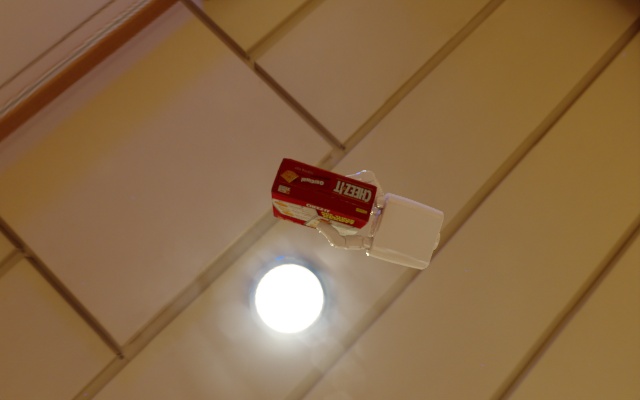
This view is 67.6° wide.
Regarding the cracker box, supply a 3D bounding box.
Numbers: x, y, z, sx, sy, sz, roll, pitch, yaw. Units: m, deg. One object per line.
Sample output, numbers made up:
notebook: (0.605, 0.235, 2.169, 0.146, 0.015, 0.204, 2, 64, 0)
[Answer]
cracker box: (0.000, 0.003, 0.862, 0.164, 0.072, 0.214, 17, -13, -1)
